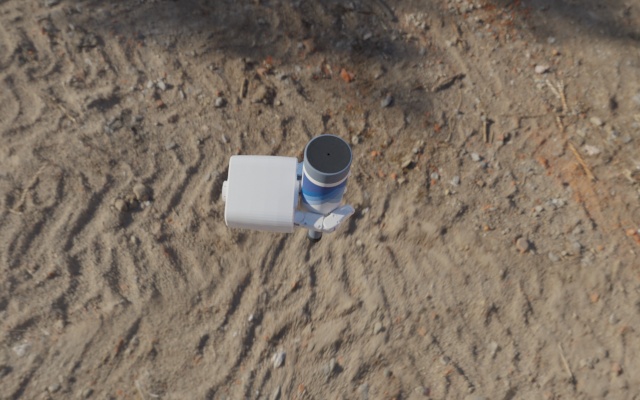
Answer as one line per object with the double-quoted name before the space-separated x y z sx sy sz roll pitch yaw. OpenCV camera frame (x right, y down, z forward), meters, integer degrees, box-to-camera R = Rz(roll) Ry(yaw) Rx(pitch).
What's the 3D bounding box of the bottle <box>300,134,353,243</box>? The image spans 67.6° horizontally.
"bottle" 0.000 0.002 0.784 0.069 0.069 0.296 0 -27 -5
